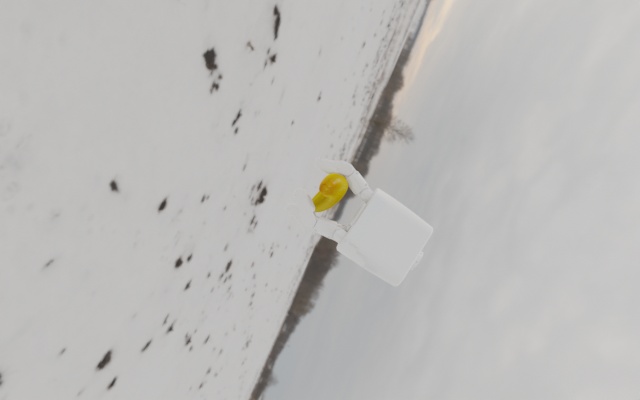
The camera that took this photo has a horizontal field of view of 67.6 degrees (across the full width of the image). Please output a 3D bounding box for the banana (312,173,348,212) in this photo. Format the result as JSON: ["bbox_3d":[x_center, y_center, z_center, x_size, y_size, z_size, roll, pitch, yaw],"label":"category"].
[{"bbox_3d":[0.012,-0.009,0.748,0.069,0.037,0.198,-44,-3,-18],"label":"banana"}]
